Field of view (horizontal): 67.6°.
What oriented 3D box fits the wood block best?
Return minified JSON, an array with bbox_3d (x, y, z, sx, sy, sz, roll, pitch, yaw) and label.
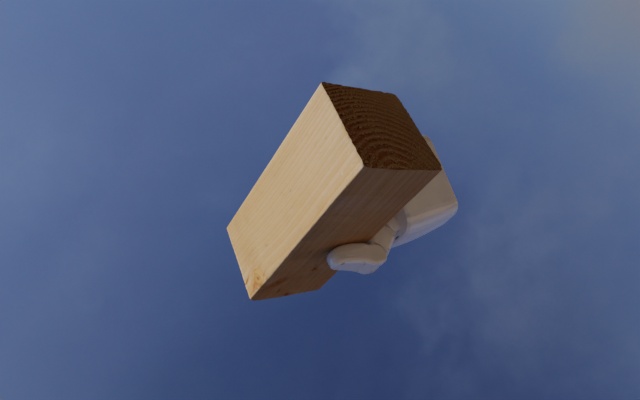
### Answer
[{"bbox_3d":[0.000,0.002,0.447,0.090,0.090,0.206,-1,-36,-38],"label":"wood block"}]
